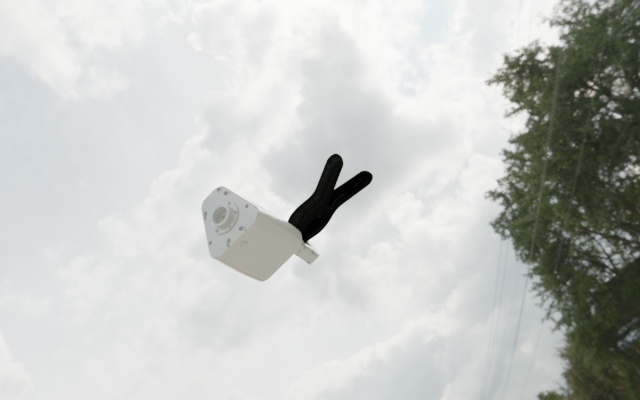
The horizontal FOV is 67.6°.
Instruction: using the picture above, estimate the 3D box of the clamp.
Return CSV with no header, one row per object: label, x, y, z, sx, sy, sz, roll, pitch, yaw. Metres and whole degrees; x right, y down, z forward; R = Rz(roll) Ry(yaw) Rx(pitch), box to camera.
clamp,0.000,0.002,0.720,0.039,0.171,0.120,45,4,35
